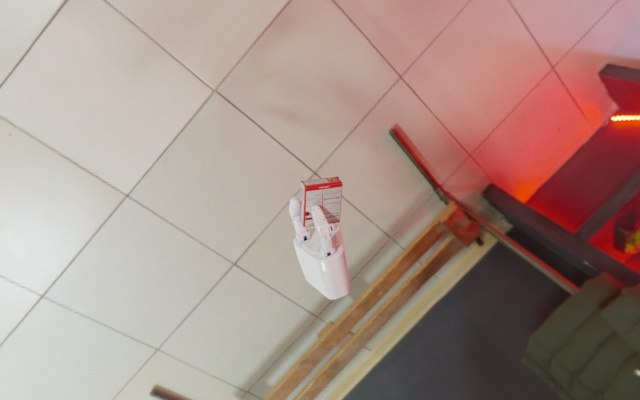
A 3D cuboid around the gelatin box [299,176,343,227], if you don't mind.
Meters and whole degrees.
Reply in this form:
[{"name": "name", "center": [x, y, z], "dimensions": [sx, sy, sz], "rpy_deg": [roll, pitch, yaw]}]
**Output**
[{"name": "gelatin box", "center": [0.000, 0.003, 0.883], "dimensions": [0.073, 0.089, 0.030], "rpy_deg": [-8, 34, -17]}]
